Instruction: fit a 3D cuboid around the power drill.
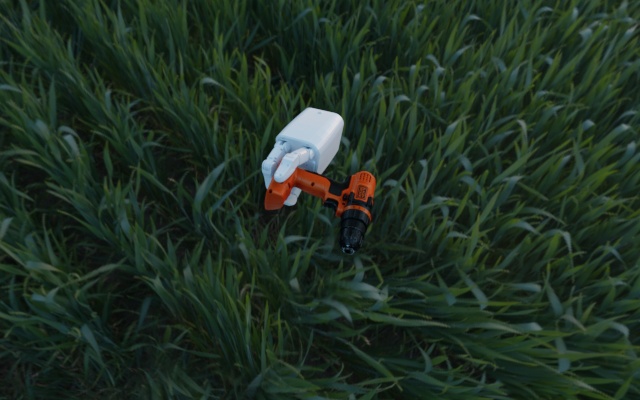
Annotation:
[{"bbox_3d":[0.000,0.002,0.852,0.187,0.057,0.184,16,45,1],"label":"power drill"}]
